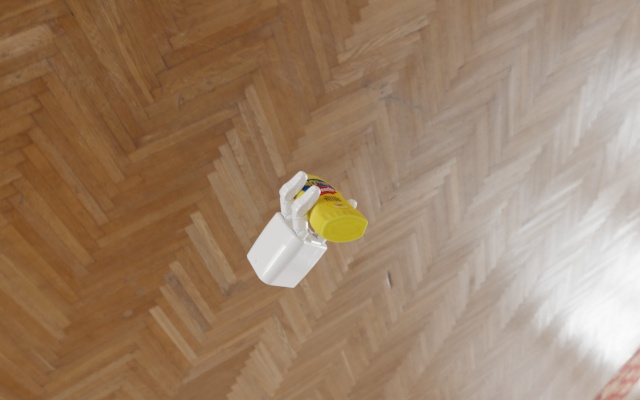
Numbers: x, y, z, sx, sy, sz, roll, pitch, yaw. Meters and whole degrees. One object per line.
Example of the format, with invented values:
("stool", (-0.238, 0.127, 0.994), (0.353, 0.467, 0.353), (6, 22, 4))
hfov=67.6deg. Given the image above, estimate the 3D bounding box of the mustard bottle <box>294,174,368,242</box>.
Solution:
("mustard bottle", (0.000, 0.003, 0.883), (0.096, 0.058, 0.191), (1, 29, -32))
